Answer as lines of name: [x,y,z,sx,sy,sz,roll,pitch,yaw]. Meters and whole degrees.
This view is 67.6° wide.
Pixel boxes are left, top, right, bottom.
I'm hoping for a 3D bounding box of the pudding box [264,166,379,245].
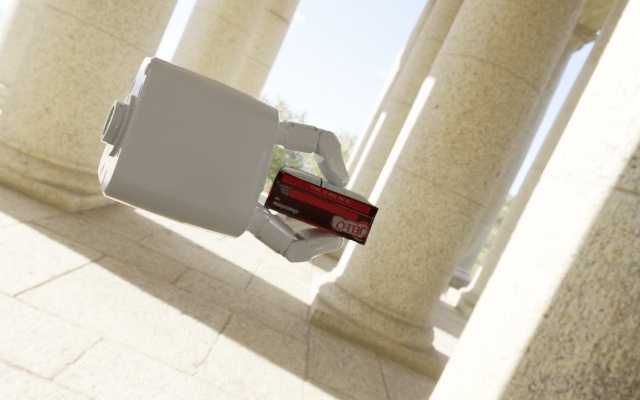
pudding box: [0.000,0.001,0.440,0.090,0.039,0.113,22,6,-3]
